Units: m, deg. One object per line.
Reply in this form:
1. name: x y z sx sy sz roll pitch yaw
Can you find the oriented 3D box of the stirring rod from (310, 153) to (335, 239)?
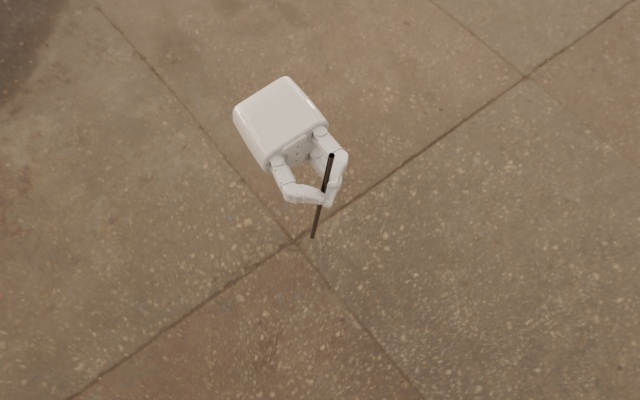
1. stirring rod: 0.000 0.002 0.703 0.011 0.011 0.240 0 -29 -8
